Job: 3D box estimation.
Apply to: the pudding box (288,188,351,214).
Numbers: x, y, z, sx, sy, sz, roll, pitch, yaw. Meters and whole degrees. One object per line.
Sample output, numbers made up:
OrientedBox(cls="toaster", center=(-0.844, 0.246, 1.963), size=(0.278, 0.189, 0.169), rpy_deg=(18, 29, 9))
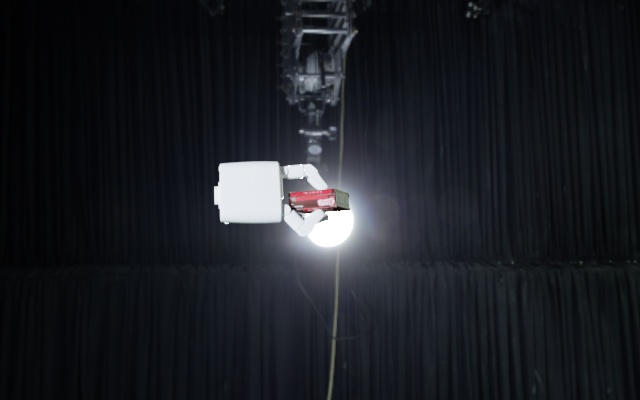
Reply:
OrientedBox(cls="pudding box", center=(0.000, 0.003, 0.891), size=(0.090, 0.039, 0.113), rpy_deg=(-4, -3, 17))
